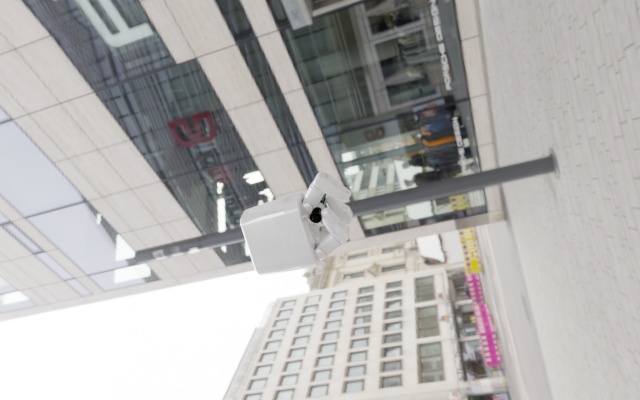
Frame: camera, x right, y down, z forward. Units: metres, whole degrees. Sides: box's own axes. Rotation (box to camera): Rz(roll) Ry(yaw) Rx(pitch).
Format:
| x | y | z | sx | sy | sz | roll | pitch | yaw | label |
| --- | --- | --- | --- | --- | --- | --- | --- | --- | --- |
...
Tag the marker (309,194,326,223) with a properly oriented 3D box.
| x | y | z | sx | sy | sz | roll | pitch | yaw | label |
| --- | --- | --- | --- | --- | --- | --- | --- | --- | --- |
| 0.000 | 0.002 | 0.767 | 0.020 | 0.020 | 0.121 | 0 | 26 | 9 | marker |
